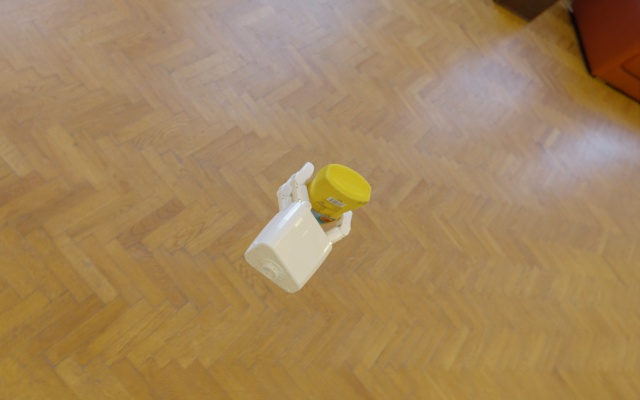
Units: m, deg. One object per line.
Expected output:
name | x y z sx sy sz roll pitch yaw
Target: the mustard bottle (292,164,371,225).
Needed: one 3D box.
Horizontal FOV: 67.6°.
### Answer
mustard bottle | 0.000 0.003 0.878 0.096 0.058 0.192 26 -33 -23
